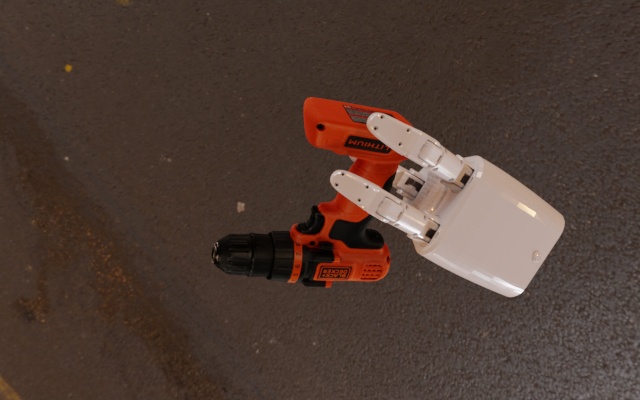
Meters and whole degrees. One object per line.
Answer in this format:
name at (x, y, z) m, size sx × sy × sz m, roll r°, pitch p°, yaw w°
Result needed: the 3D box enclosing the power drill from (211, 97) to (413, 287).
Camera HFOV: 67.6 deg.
power drill at (0.000, 0.001, 0.451) m, size 0.184 × 0.188 × 0.057 m, roll 4°, pitch 35°, yaw -21°
